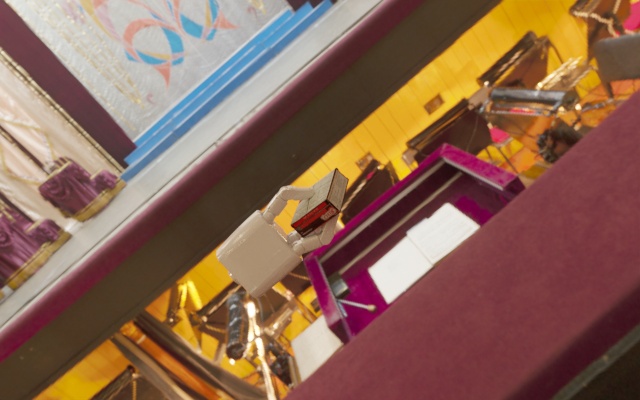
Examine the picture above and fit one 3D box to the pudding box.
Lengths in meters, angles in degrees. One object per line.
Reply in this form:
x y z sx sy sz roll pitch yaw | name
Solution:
0.000 0.003 0.834 0.090 0.039 0.113 -35 22 29 | pudding box
